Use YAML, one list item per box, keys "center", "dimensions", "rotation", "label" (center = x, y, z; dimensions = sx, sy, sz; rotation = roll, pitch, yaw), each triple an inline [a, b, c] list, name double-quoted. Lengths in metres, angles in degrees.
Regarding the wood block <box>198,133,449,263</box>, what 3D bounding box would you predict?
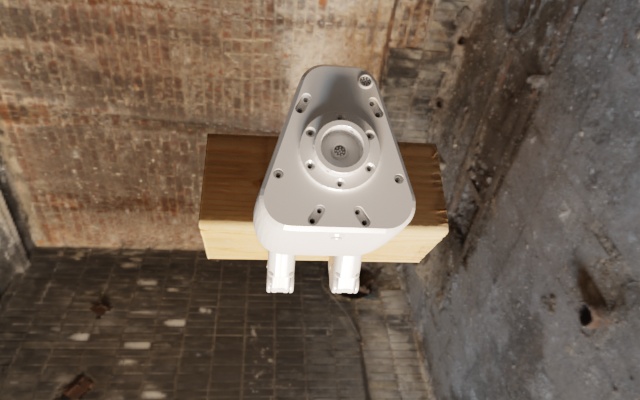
- center: [0.000, 0.001, 0.445]
  dimensions: [0.206, 0.090, 0.090]
  rotation: [2, -25, -7]
  label: "wood block"
